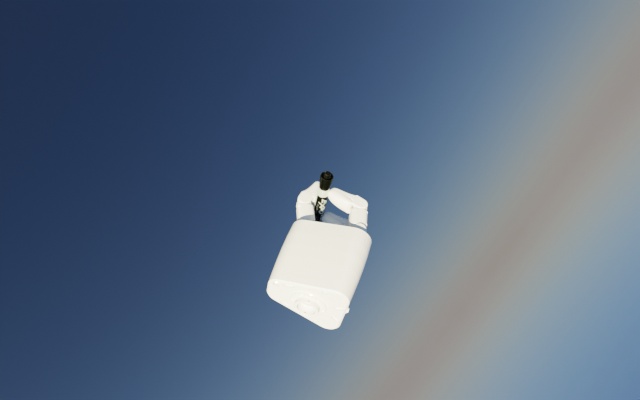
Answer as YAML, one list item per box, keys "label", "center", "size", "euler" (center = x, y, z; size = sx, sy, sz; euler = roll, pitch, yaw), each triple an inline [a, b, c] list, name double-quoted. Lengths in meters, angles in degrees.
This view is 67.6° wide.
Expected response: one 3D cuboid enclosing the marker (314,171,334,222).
- label: "marker"
  center: [0.000, 0.002, 0.707]
  size: [0.020, 0.020, 0.121]
  euler: [0, -41, -13]
